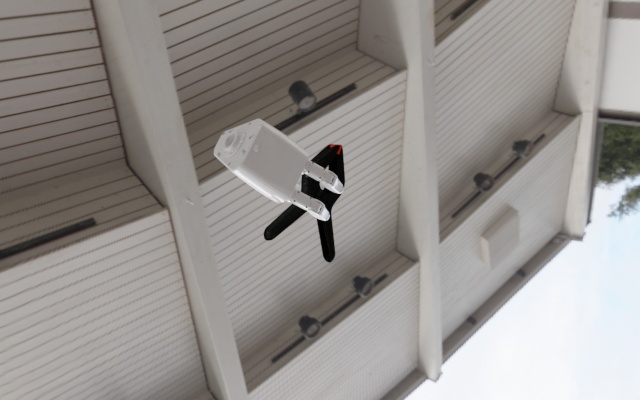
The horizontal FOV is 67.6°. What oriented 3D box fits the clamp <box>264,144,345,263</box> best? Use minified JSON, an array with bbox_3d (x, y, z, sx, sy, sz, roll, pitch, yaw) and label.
[{"bbox_3d":[0.000,0.002,0.846,0.036,0.210,0.165,12,-17,46],"label":"clamp"}]
